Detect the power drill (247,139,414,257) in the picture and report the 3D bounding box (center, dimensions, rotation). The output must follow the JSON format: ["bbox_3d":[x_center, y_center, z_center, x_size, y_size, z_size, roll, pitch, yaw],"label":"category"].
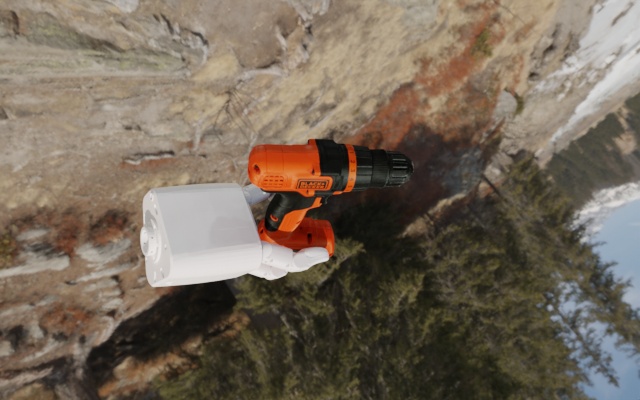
[{"bbox_3d":[0.000,0.002,0.573,0.184,0.057,0.188,2,-37,-13],"label":"power drill"}]
